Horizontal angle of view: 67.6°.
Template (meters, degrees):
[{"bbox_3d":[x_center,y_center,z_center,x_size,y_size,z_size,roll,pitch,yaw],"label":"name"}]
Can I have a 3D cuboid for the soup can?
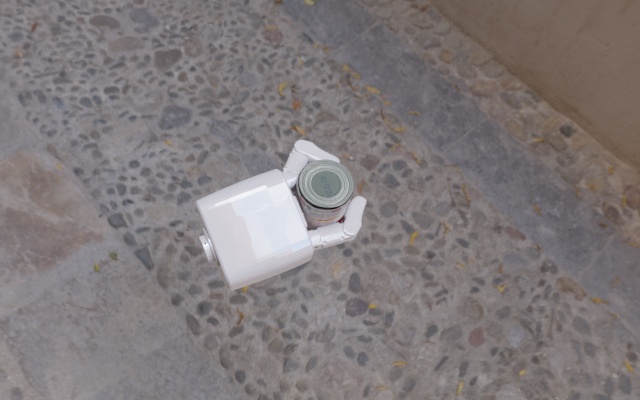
[{"bbox_3d":[0.001,0.002,0.596,0.068,0.068,0.102,0,-26,-8],"label":"soup can"}]
